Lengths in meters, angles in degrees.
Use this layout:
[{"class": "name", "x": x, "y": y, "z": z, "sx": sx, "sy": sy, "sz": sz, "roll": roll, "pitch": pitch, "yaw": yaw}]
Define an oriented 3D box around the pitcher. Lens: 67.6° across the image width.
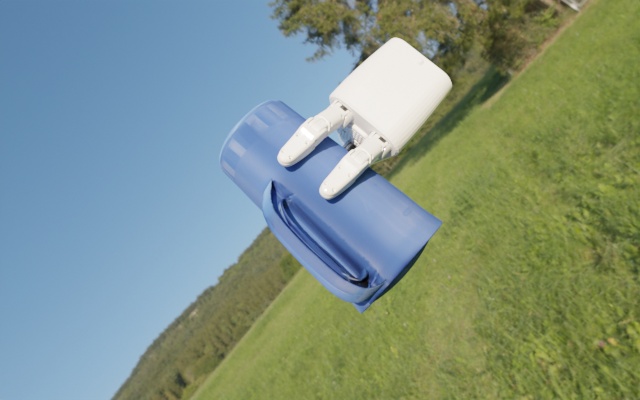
[{"class": "pitcher", "x": 0.000, "y": 0.002, "z": 0.531, "sx": 0.243, "sy": 0.145, "sz": 0.149, "roll": 41, "pitch": -13, "yaw": 10}]
